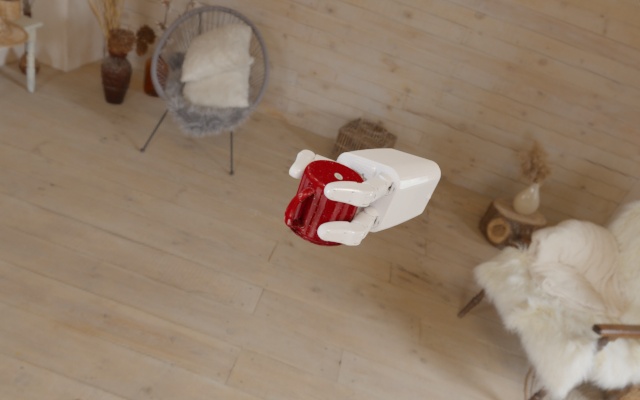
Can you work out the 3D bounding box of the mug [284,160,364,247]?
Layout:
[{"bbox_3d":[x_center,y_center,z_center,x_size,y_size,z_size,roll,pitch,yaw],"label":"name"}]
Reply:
[{"bbox_3d":[-0.001,0.002,0.617,0.117,0.081,0.093,-14,44,-44],"label":"mug"}]
